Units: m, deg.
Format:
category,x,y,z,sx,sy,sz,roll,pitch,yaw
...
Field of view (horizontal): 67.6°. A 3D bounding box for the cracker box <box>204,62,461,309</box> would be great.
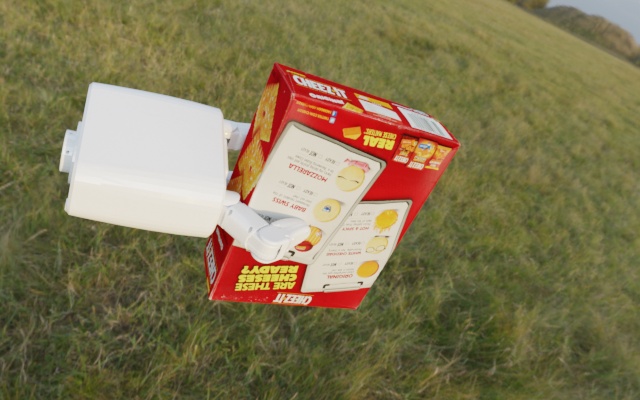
category,x,y,z,sx,sy,sz,roll,pitch,yaw
cracker box,0.000,0.001,0.446,0.164,0.214,0.072,10,33,-27
